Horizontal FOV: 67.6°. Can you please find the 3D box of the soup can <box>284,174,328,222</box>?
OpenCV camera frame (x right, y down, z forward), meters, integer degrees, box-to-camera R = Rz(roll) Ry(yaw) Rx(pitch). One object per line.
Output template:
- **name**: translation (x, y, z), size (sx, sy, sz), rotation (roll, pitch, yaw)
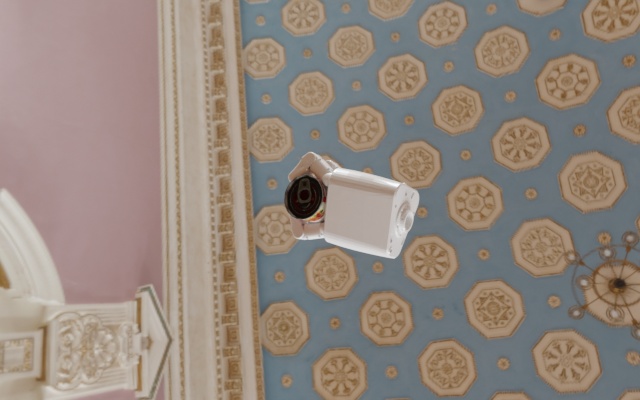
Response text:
- **soup can**: translation (0.000, 0.002, 0.745), size (0.068, 0.068, 0.102), rotation (0, -9, 31)
